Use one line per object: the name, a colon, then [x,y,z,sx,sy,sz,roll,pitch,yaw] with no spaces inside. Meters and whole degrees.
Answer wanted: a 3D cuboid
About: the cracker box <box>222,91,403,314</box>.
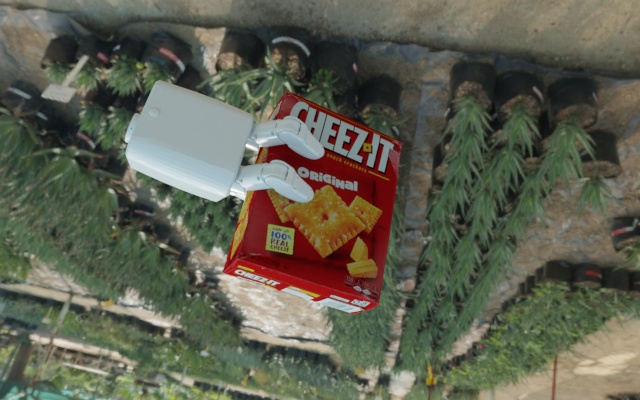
cracker box: [0.000,0.002,0.547,0.164,0.213,0.072,21,-27,-17]
